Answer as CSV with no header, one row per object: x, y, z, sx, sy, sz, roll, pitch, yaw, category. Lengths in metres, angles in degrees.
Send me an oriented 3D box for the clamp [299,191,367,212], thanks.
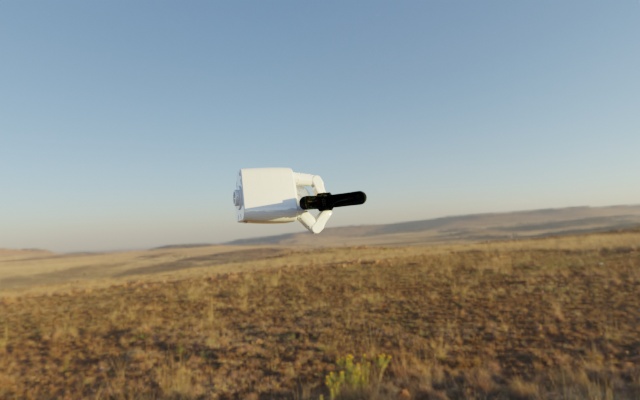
0.000,0.002,0.899,0.120,0.039,0.171,1,-5,-20,clamp
